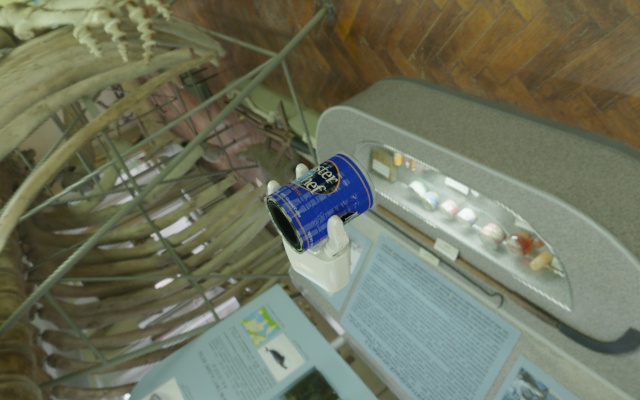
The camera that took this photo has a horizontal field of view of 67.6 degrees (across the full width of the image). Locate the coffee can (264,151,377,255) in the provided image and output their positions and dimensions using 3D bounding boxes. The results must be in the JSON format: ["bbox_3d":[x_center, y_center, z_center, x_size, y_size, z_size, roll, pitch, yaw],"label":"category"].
[{"bbox_3d":[0.000,0.002,0.733,0.140,0.103,0.103,-32,11,-18],"label":"coffee can"}]
